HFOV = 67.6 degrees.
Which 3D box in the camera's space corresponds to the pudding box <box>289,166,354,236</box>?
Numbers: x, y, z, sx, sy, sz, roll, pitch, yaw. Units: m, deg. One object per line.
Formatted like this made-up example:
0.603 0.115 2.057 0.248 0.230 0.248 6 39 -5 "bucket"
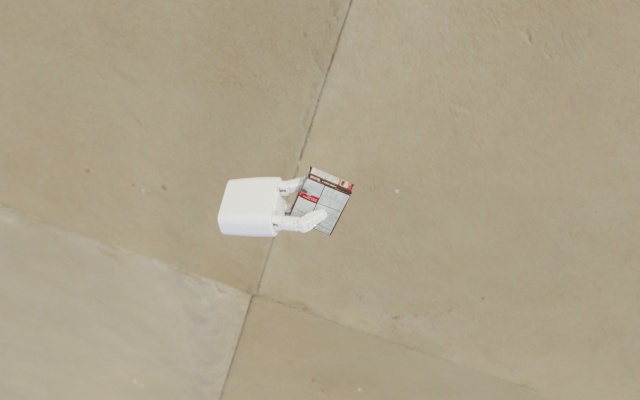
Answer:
0.000 0.003 0.890 0.090 0.114 0.039 22 39 -5 "pudding box"
